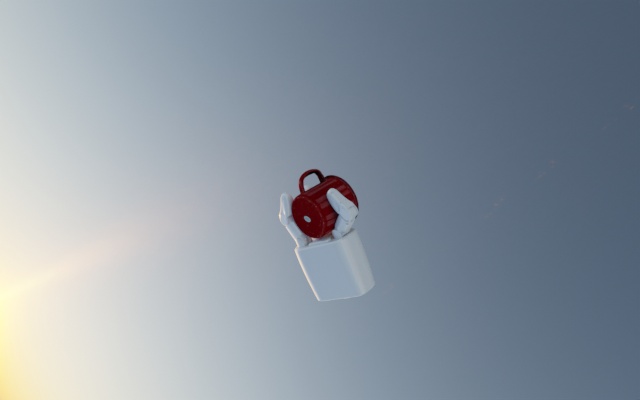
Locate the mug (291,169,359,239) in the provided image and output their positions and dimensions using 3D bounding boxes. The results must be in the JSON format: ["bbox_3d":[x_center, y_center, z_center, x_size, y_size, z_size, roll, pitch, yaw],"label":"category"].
[{"bbox_3d":[-0.001,0.001,0.820,0.081,0.117,0.093,-30,11,-38],"label":"mug"}]
